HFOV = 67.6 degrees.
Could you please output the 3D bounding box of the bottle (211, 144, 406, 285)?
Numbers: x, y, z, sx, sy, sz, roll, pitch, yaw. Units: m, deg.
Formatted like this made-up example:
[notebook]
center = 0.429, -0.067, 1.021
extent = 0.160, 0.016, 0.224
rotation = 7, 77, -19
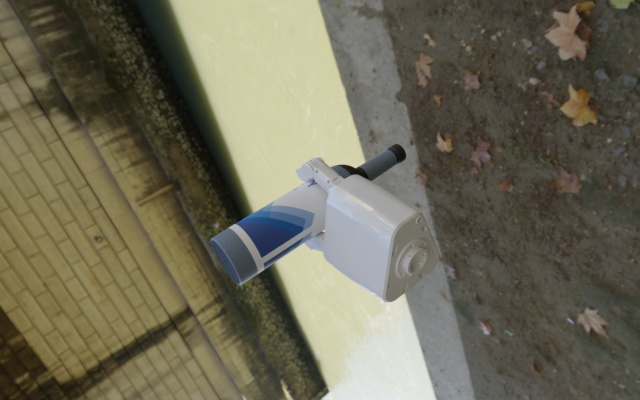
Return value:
[bottle]
center = 0.000, 0.002, 0.630
extent = 0.295, 0.069, 0.069
rotation = -32, 14, -23
